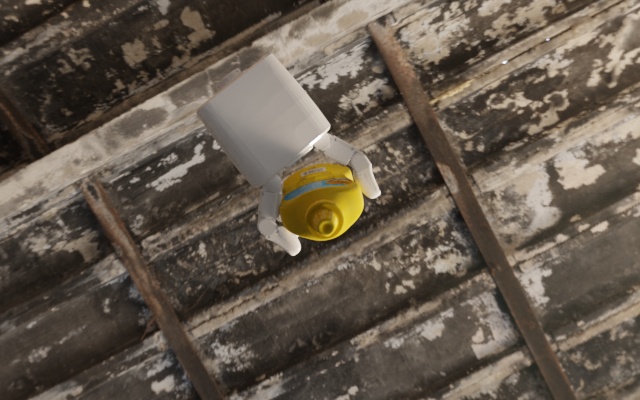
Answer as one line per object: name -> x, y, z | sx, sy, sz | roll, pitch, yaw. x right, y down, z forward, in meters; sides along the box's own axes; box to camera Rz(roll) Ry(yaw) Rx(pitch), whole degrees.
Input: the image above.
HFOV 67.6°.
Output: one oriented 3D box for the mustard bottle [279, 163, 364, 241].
mustard bottle -> 0.000, 0.002, 0.558 | 0.096, 0.058, 0.191 | -13, 15, 0
